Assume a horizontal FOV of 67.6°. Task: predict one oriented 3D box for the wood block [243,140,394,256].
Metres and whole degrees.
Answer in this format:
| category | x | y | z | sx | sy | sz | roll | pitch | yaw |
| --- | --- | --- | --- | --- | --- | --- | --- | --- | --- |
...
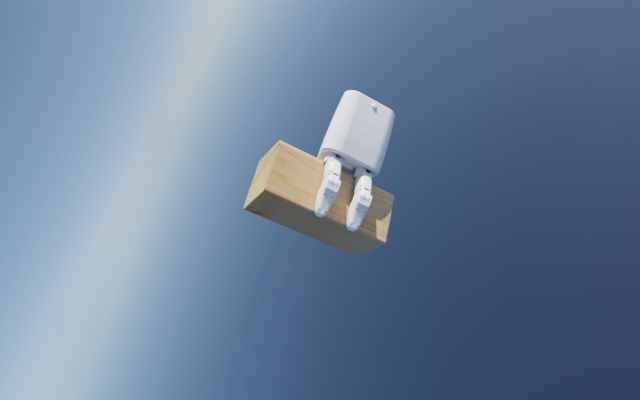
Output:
| category | x | y | z | sx | sy | sz | roll | pitch | yaw |
| --- | --- | --- | --- | --- | --- | --- | --- | --- | --- |
| wood block | 0.000 | 0.002 | 0.743 | 0.206 | 0.090 | 0.091 | 24 | -27 | -19 |
